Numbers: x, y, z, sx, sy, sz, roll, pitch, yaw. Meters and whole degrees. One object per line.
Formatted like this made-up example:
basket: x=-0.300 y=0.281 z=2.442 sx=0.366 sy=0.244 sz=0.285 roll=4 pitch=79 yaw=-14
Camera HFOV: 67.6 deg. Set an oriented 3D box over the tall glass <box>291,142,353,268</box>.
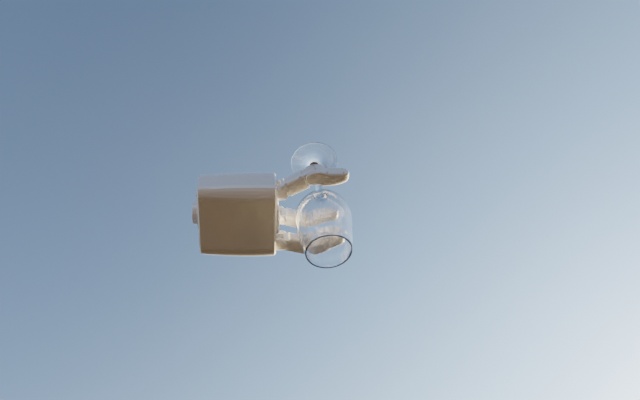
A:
tall glass: x=0.000 y=0.002 z=0.682 sx=0.079 sy=0.079 sz=0.200 roll=0 pitch=40 yaw=-9
